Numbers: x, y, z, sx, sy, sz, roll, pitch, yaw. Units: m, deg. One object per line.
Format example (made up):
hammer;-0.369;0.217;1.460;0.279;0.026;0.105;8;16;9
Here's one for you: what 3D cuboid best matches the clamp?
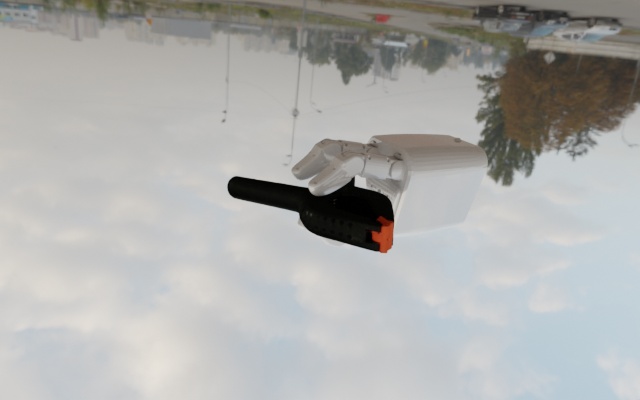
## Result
clamp;0.001;0.003;0.499;0.164;0.036;0.210;-9;23;-20
